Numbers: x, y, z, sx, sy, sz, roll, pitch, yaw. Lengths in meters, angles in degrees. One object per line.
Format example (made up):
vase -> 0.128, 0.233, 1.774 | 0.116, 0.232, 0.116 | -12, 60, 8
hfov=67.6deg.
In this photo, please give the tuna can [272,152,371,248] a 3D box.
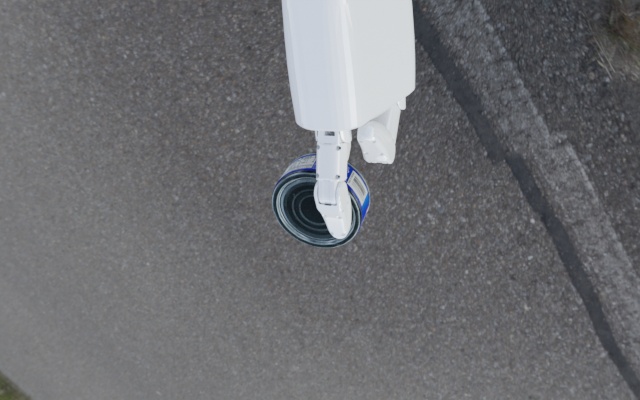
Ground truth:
tuna can -> 0.000, 0.002, 0.433 | 0.086, 0.086, 0.033 | 0, 34, 21
